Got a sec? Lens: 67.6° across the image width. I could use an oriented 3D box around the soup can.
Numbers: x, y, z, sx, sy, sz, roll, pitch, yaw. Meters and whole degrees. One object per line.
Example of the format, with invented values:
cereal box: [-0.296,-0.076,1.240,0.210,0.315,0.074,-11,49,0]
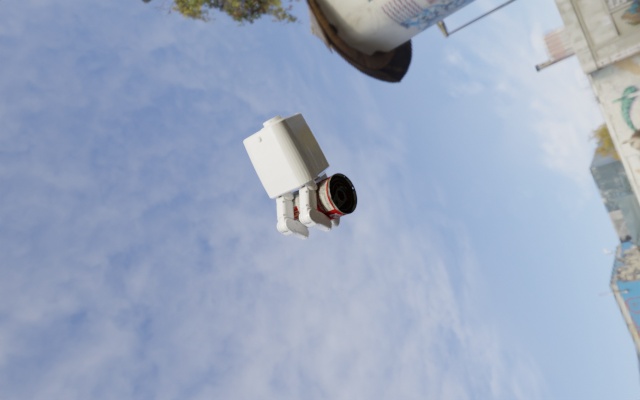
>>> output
soup can: [0.000,0.003,0.784,0.102,0.068,0.068,-21,-14,40]
